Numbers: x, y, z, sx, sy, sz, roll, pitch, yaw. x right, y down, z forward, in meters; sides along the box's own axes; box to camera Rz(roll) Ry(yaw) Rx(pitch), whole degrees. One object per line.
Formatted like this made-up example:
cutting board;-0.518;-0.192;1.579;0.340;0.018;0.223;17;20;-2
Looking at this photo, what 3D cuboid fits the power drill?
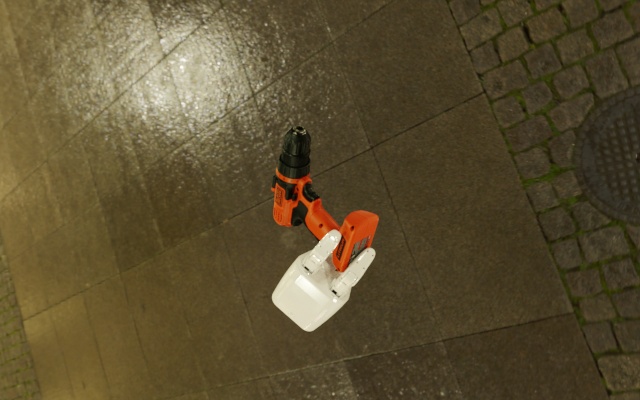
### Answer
power drill;0.000;0.003;0.717;0.057;0.185;0.187;-25;52;-33
